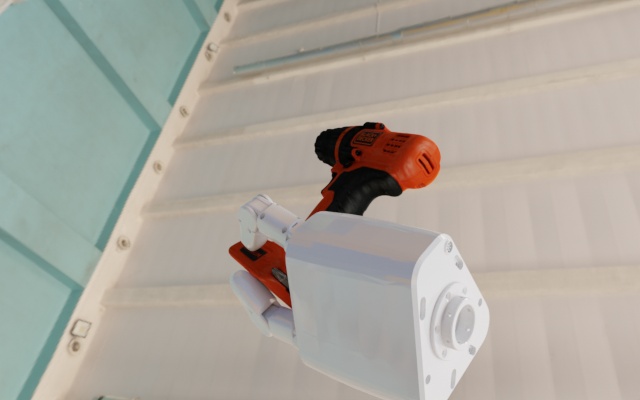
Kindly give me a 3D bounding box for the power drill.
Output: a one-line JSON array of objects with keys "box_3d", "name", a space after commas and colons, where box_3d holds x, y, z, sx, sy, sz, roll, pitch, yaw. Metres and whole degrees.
[{"box_3d": [0.000, 0.002, 0.453, 0.057, 0.187, 0.184, 46, -12, -25], "name": "power drill"}]
